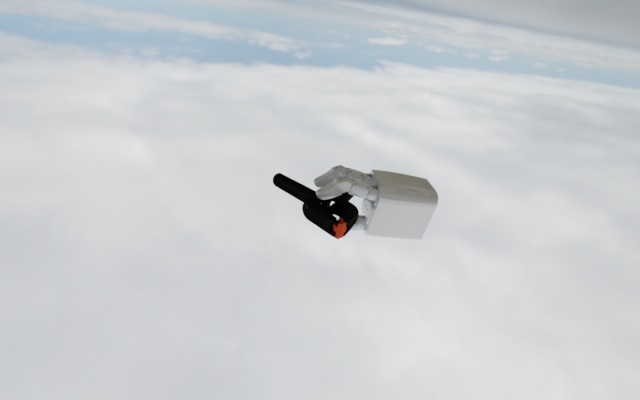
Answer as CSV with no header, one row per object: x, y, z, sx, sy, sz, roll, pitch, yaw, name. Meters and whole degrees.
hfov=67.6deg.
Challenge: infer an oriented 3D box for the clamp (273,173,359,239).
0.000,0.004,0.816,0.164,0.036,0.210,7,22,-9,clamp
